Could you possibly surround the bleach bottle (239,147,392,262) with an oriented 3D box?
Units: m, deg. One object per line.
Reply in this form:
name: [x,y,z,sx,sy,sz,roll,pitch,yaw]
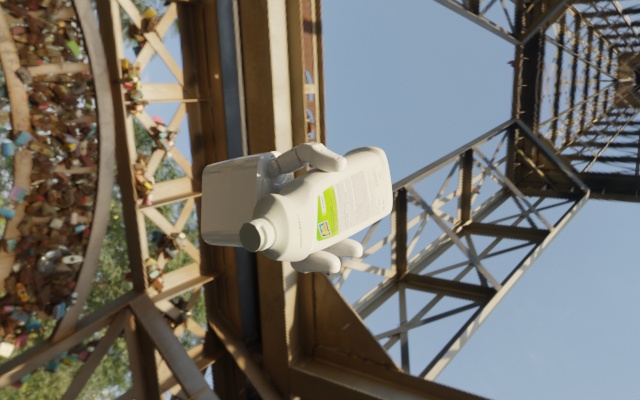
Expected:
bleach bottle: [0.000,0.002,0.553,0.068,0.102,0.251,-5,9,35]
